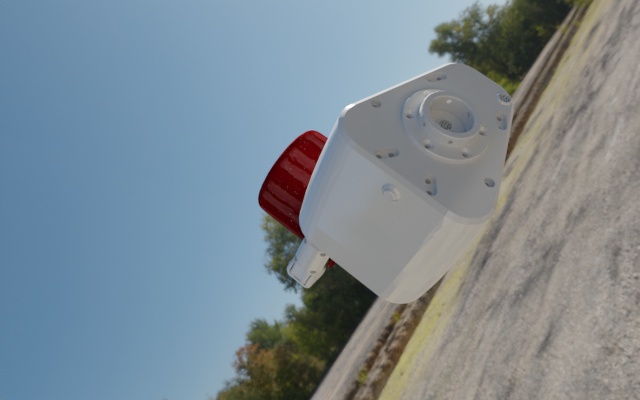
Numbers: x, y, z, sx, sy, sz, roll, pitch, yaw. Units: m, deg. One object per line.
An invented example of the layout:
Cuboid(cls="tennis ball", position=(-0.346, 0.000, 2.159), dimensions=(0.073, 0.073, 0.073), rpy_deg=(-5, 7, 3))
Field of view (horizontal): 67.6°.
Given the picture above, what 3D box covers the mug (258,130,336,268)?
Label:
Cuboid(cls="mug", position=(0.000, 0.002, 0.411), dimensions=(0.081, 0.093, 0.117), rpy_deg=(36, -33, 9))
